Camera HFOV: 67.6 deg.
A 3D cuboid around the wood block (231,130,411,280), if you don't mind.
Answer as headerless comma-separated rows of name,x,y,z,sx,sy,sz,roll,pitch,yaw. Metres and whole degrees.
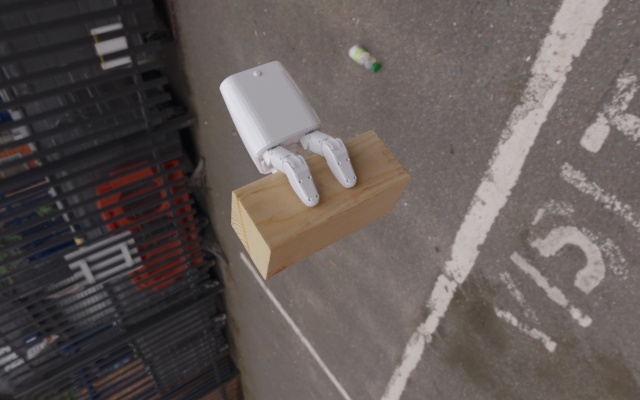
wood block,0.000,0.002,0.608,0.206,0.090,0.091,-26,-22,-24
